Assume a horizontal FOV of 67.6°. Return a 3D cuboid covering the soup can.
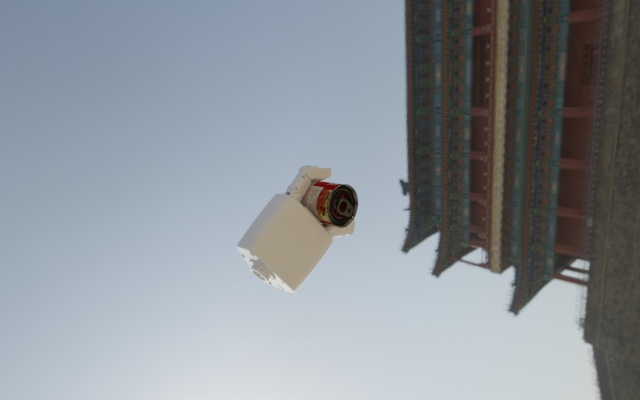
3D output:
[{"bbox_3d":[0.000,0.002,0.764,0.068,0.068,0.102,0,7,-45],"label":"soup can"}]
